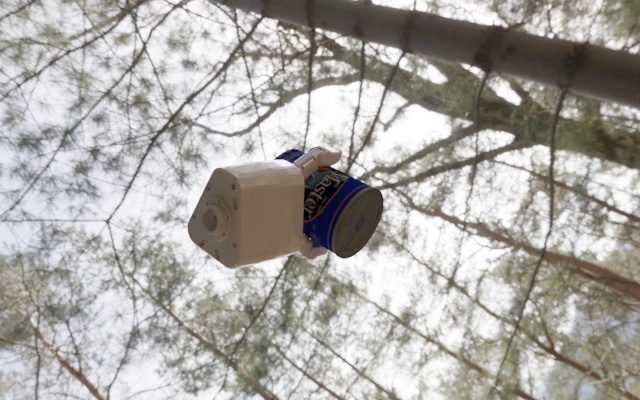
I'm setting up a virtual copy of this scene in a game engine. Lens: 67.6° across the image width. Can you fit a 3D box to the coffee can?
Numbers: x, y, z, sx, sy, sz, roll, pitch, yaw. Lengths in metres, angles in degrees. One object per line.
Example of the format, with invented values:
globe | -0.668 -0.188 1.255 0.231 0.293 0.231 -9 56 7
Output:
coffee can | 0.000 0.002 0.653 0.140 0.103 0.103 29 16 31
